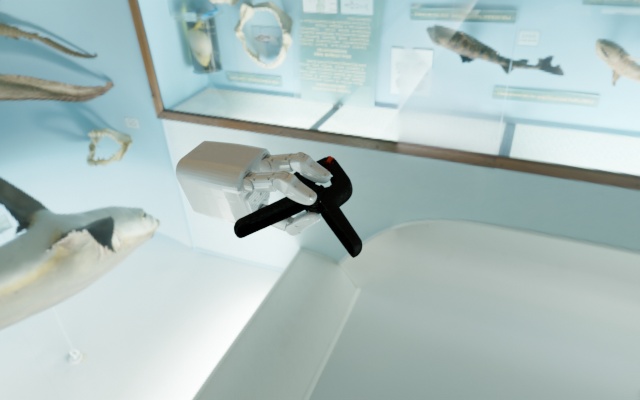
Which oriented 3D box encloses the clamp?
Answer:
[{"bbox_3d":[0.000,0.002,0.659,0.164,0.036,0.210,14,36,16],"label":"clamp"}]
